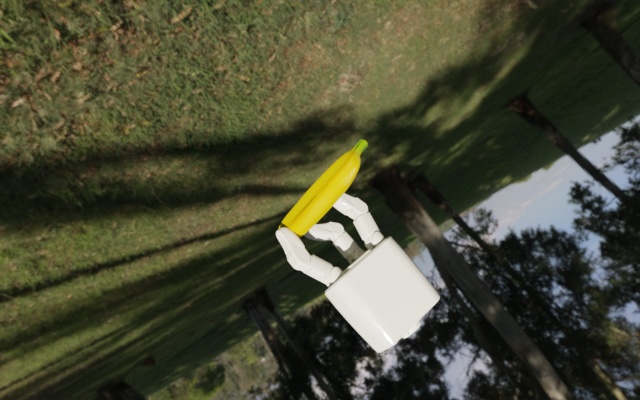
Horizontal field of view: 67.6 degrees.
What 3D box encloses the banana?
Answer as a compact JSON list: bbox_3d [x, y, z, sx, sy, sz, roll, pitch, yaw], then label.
[{"bbox_3d":[-0.005,0.004,0.628,0.198,0.037,0.069,-47,-7,27],"label":"banana"}]
